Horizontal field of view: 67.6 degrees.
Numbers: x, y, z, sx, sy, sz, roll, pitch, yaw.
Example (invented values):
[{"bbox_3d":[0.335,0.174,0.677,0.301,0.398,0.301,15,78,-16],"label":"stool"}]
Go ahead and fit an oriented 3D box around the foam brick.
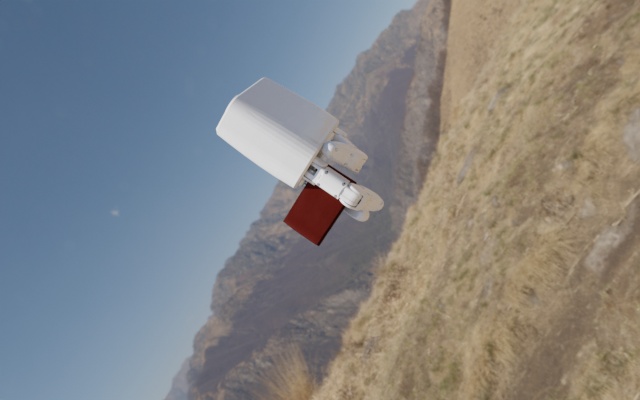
[{"bbox_3d":[0.000,0.002,0.560,0.051,0.078,0.053,32,17,-3],"label":"foam brick"}]
